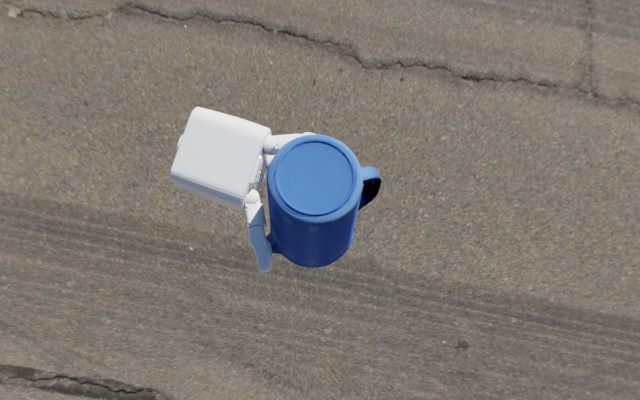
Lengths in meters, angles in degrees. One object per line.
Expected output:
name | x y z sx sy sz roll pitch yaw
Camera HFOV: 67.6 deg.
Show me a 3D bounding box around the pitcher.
pitcher | 0.000 0.002 0.640 0.145 0.149 0.243 19 -16 3
